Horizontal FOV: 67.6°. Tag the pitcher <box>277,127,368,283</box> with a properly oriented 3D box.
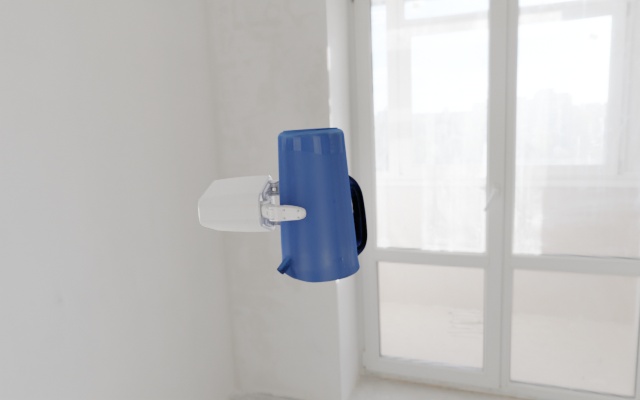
[{"bbox_3d":[0.000,0.003,0.796,0.145,0.243,0.149,-2,10,8],"label":"pitcher"}]
